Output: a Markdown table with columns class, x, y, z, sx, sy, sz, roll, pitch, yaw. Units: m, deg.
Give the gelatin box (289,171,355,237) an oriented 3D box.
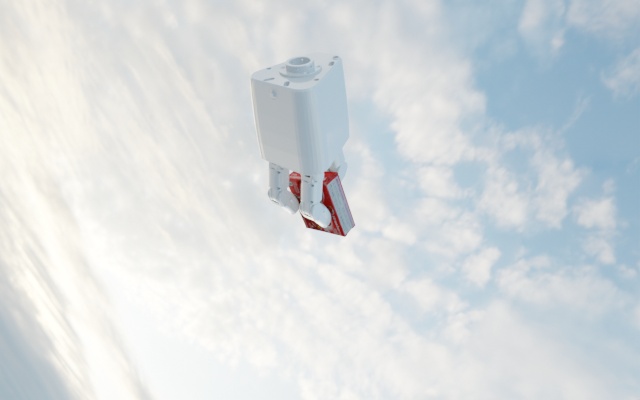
| class | x | y | z | sx | sy | sz | roll | pitch | yaw |
| --- | --- | --- | --- | --- | --- | --- | --- | --- | --- |
| gelatin box | 0.000 | 0.002 | 0.644 | 0.073 | 0.089 | 0.030 | 10 | 42 | 41 |
